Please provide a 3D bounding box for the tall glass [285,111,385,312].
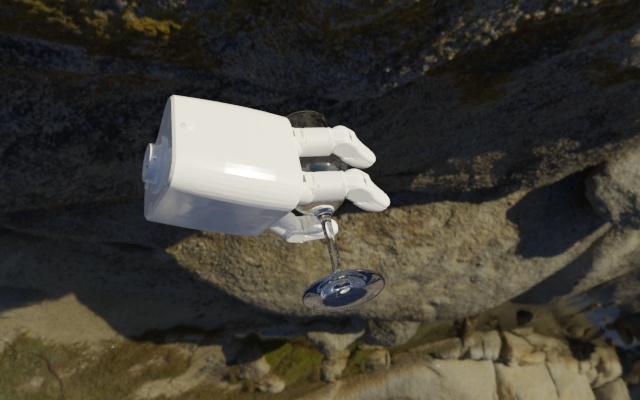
[{"bbox_3d":[0.000,0.002,0.471,0.079,0.201,0.079,-9,-36,-7],"label":"tall glass"}]
